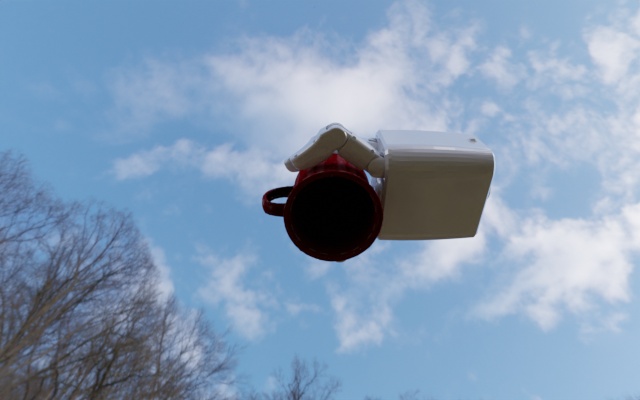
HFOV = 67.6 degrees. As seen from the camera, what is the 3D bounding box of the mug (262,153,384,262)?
[{"bbox_3d":[-0.001,0.002,0.480,0.117,0.093,0.081,-1,22,1],"label":"mug"}]
